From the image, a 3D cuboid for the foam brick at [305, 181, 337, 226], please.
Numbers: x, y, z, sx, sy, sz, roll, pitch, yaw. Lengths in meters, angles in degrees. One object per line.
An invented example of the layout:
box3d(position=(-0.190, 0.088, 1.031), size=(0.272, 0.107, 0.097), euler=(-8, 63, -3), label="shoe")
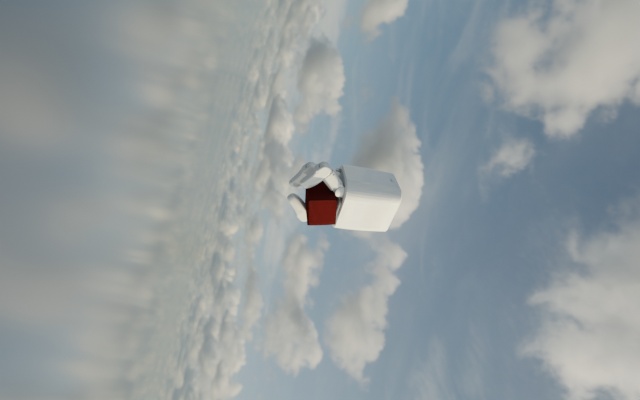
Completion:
box3d(position=(0.000, 0.003, 0.861), size=(0.051, 0.053, 0.078), euler=(0, 30, -5), label="foam brick")
